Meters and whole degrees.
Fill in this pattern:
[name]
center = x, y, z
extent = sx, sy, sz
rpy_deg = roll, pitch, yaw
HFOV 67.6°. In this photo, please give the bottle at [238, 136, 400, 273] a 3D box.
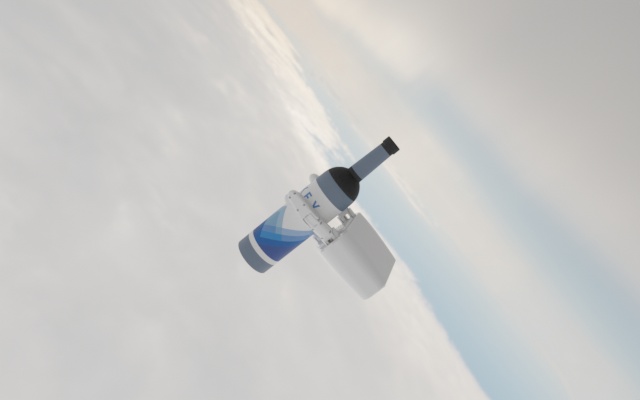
[bottle]
center = 0.000, 0.003, 0.754
extent = 0.296, 0.069, 0.069
rpy_deg = -39, -9, 12
